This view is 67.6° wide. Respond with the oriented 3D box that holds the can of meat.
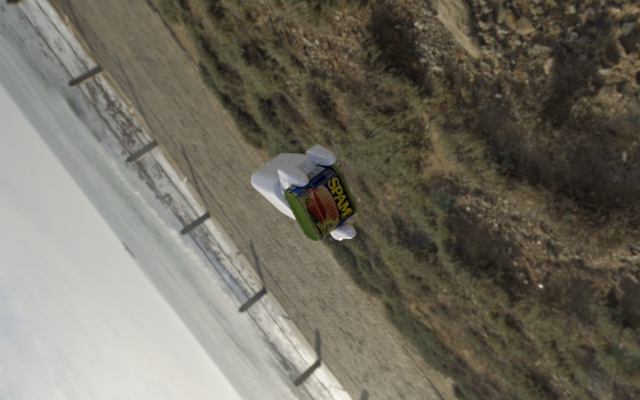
[{"bbox_3d":[0.000,0.003,0.748,0.084,0.102,0.057,-37,30,-20],"label":"can of meat"}]
